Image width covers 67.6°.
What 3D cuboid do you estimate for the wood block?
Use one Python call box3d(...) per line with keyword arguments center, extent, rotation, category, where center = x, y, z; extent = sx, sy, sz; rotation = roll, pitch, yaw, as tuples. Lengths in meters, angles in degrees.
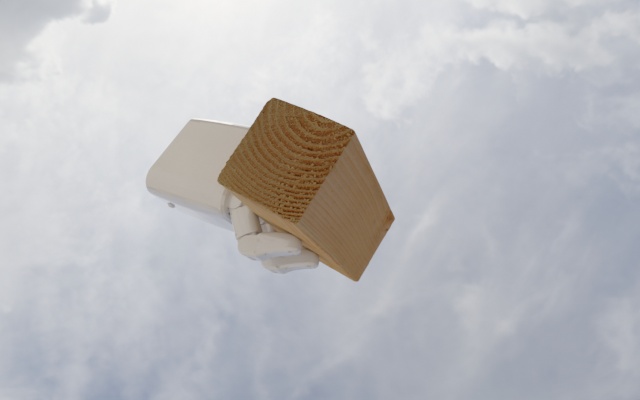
box3d(center=(0.000, 0.001, 0.475), extent=(0.090, 0.091, 0.206), rotation=(26, -11, 25), category="wood block")
